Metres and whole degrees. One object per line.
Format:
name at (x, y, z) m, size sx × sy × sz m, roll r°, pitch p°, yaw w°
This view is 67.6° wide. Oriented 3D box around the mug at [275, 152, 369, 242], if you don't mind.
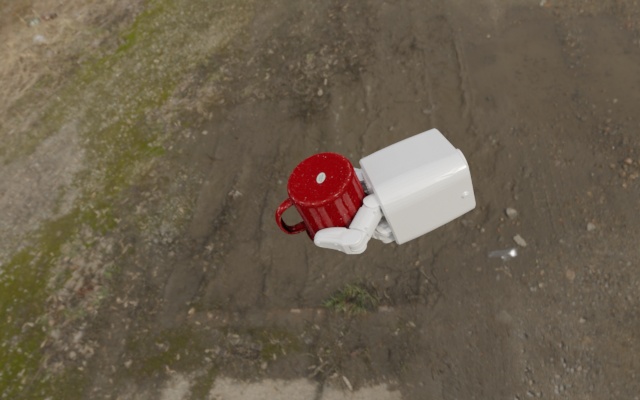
mug at (-0.001, 0.002, 0.572) m, size 0.117 × 0.093 × 0.082 m, roll -25°, pitch -43°, yaw 4°
